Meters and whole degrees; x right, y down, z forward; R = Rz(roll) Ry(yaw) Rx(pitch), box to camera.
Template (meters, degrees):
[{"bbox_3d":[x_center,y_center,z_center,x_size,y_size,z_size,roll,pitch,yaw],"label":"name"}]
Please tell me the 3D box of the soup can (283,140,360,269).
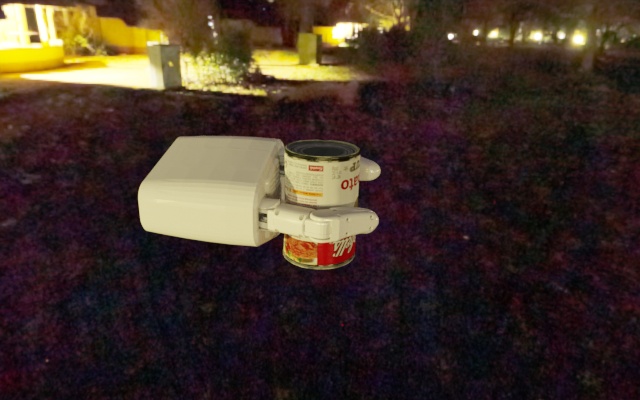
[{"bbox_3d":[0.001,0.001,0.432,0.068,0.102,0.068,2,20,-1],"label":"soup can"}]
